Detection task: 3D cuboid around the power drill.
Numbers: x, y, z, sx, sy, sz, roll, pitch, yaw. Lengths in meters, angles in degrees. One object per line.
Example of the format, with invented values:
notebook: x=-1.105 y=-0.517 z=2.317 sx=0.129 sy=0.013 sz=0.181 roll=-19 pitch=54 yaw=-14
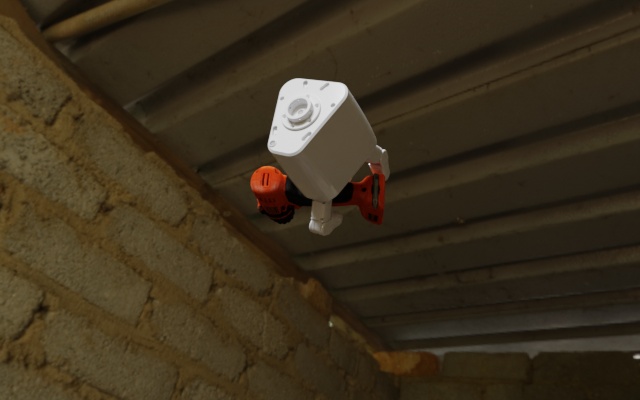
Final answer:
power drill: x=0.001 y=0.002 z=0.709 sx=0.187 sy=0.057 sz=0.184 roll=1 pitch=-15 yaw=4
